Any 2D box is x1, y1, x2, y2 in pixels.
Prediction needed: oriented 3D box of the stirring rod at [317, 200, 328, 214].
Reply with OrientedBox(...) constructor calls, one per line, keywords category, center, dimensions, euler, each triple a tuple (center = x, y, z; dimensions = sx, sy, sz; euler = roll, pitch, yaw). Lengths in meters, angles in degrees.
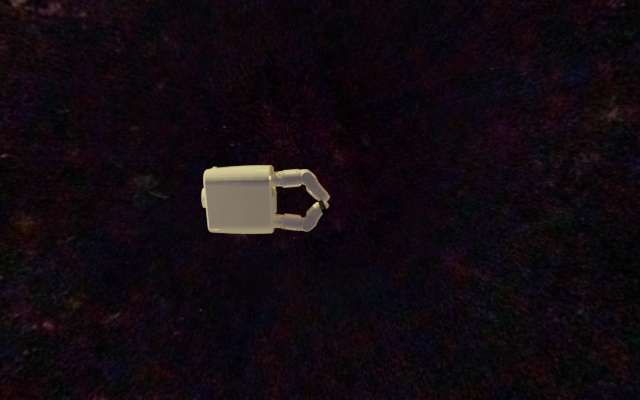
OrientedBox(category="stirring rod", center=(0.000, 0.003, 0.775), dimensions=(0.011, 0.011, 0.239), euler=(0, 6, -3))
